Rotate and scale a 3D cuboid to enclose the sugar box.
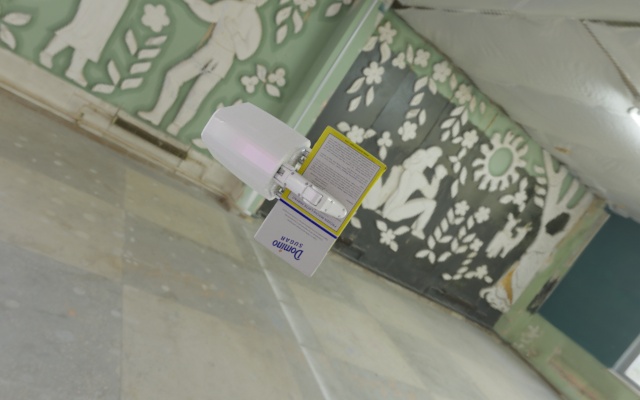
[{"bbox_3d":[0.000,0.002,0.626,0.093,0.176,0.048,35,8,4],"label":"sugar box"}]
